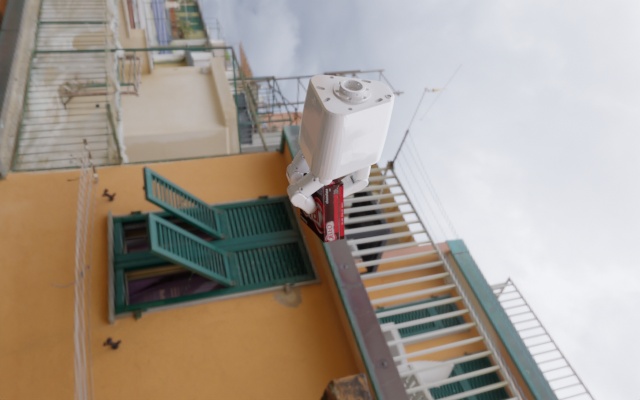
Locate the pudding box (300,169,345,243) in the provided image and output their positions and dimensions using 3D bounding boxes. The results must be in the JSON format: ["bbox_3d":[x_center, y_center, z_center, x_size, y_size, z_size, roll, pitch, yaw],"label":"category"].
[{"bbox_3d":[0.000,0.002,0.729,0.039,0.090,0.113,-7,20,-17],"label":"pudding box"}]
